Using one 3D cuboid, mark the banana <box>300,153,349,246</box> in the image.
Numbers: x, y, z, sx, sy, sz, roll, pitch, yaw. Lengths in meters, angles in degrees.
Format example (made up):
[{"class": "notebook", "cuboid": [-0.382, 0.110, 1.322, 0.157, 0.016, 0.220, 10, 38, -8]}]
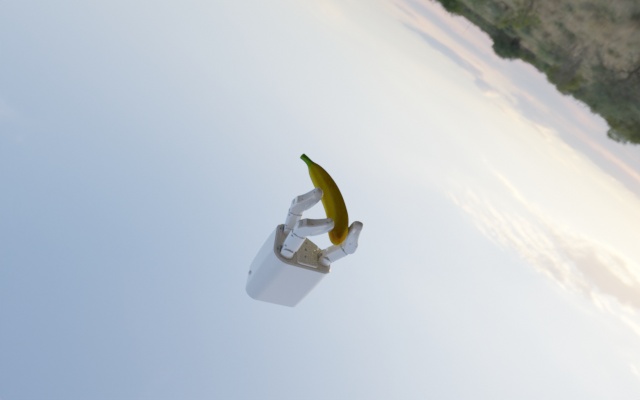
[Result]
[{"class": "banana", "cuboid": [0.013, 0.004, 0.806, 0.069, 0.197, 0.037, 16, -53, -39]}]
